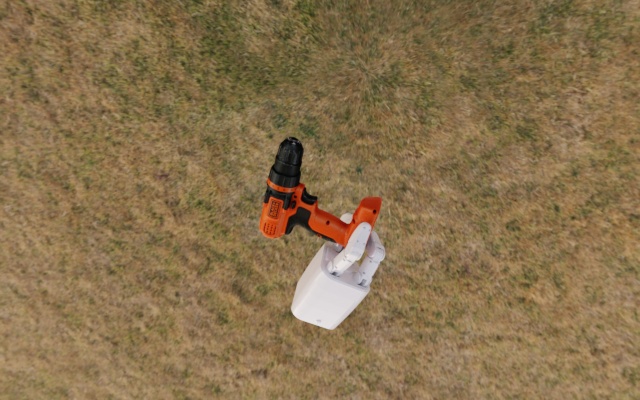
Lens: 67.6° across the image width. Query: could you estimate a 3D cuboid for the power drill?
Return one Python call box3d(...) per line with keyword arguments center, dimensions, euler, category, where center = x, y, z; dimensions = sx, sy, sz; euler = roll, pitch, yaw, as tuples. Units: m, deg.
box3d(center=(0.000, 0.003, 0.777), dimensions=(0.187, 0.184, 0.057), euler=(20, 32, 5), category="power drill")
